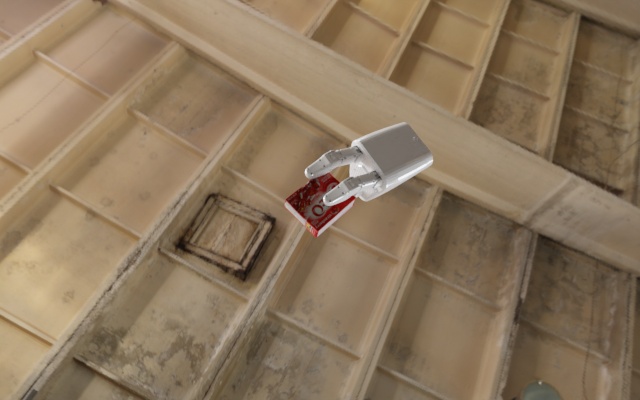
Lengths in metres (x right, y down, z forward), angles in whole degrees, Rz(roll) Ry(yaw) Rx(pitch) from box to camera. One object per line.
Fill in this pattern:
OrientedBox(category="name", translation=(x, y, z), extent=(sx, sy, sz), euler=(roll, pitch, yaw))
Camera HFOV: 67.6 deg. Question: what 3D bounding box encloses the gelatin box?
OrientedBox(category="gelatin box", translation=(0.000, 0.003, 0.750), extent=(0.089, 0.073, 0.030), euler=(-40, -16, -22))
